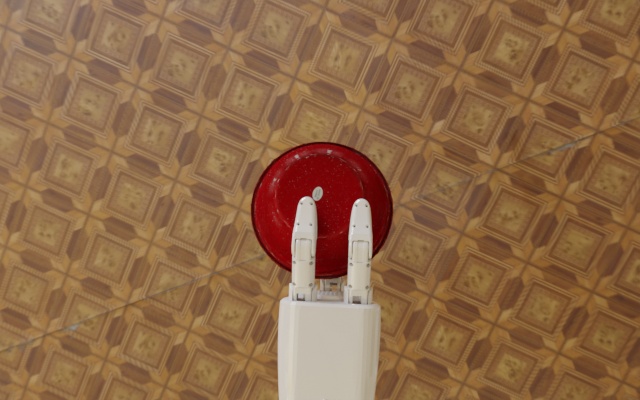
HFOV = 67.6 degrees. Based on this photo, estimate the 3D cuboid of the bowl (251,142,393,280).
[{"bbox_3d":[0.000,0.000,0.516,0.162,0.162,0.055,0,-16,3],"label":"bowl"}]
